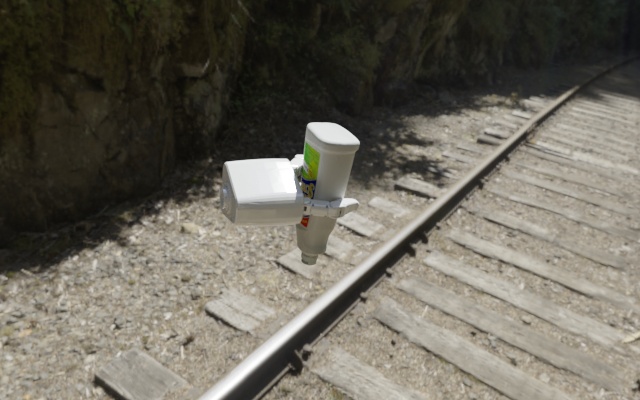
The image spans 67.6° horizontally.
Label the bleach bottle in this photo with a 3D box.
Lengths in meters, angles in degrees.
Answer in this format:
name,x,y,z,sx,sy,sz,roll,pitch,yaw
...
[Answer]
name,x,y,z,sx,sy,sz,roll,pitch,yaw
bleach bottle,0.000,0.003,0.805,0.068,0.251,0.102,-3,28,-23
